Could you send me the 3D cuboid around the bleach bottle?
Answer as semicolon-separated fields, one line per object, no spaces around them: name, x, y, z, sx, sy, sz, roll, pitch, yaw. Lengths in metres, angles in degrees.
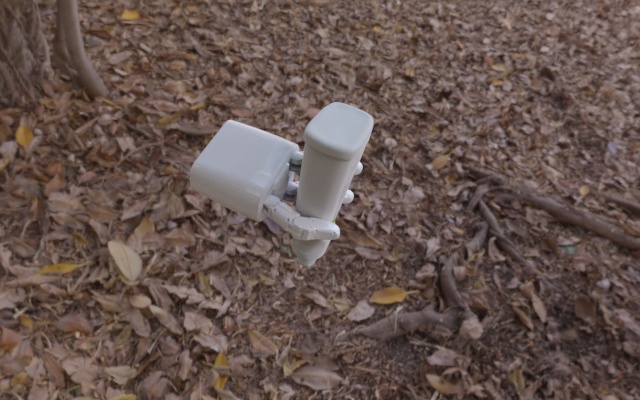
bleach bottle;0.000;0.002;0.631;0.068;0.251;0.102;24;41;9
